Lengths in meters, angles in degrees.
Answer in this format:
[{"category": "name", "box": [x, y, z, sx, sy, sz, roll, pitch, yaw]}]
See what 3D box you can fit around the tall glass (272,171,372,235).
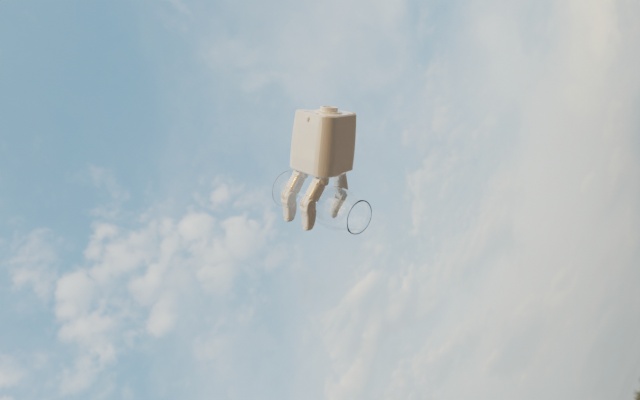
[{"category": "tall glass", "box": [0.000, 0.003, 0.880, 0.079, 0.079, 0.201, 0, 16, -44]}]
